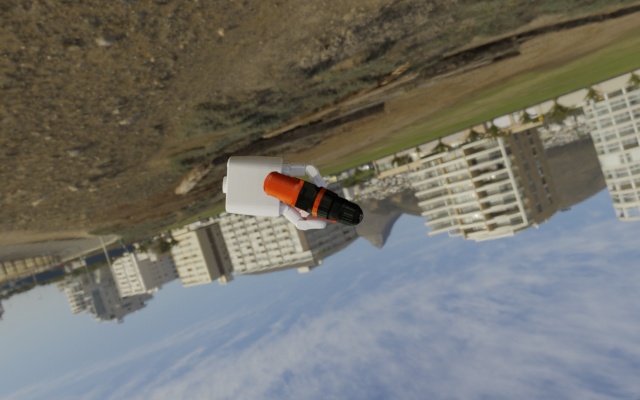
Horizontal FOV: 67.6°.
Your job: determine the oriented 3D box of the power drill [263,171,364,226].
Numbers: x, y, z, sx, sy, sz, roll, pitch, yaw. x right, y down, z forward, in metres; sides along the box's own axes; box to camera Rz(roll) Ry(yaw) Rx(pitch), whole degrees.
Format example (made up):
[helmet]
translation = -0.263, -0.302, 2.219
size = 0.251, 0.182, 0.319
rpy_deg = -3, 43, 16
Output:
[power drill]
translation = 0.000, 0.003, 0.893
size = 0.184, 0.057, 0.188
rpy_deg = 23, -2, 12
